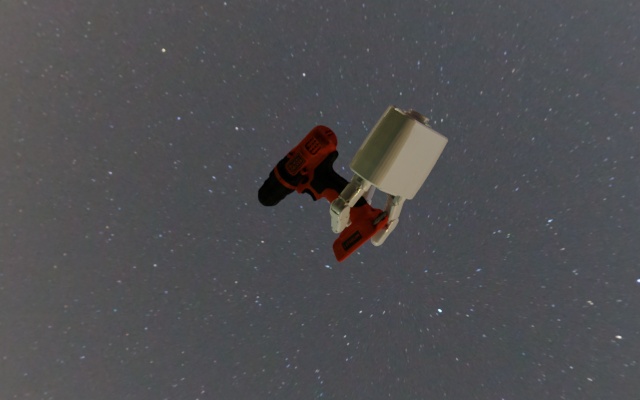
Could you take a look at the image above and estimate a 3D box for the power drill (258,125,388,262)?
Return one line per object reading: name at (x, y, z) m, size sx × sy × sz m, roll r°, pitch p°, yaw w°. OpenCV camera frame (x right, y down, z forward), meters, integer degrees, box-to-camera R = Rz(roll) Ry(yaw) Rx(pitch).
power drill at (0.001, 0.003, 0.756) m, size 0.184 × 0.187 × 0.057 m, roll -43°, pitch -4°, yaw 36°
